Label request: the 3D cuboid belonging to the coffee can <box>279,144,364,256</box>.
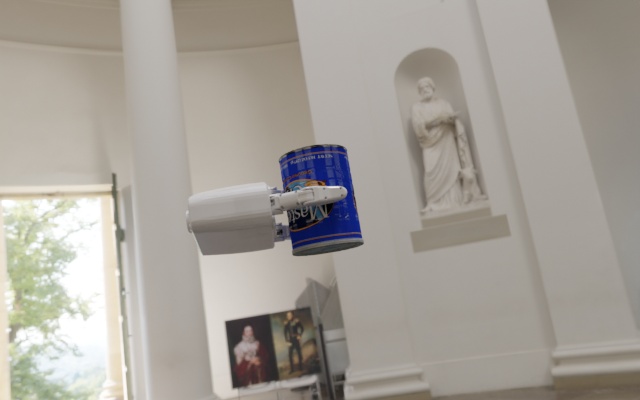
[{"bbox_3d":[0.000,0.002,0.687,0.103,0.140,0.103,-9,-11,-2],"label":"coffee can"}]
